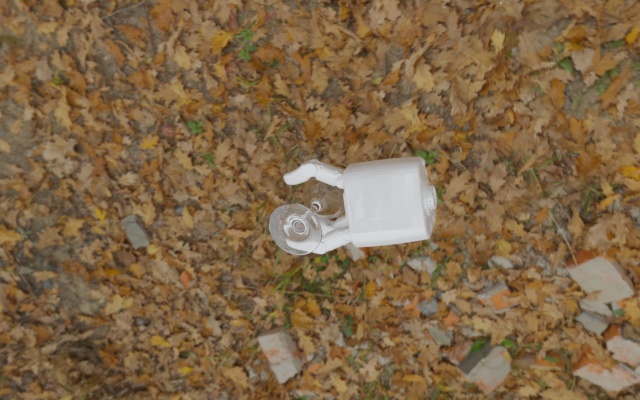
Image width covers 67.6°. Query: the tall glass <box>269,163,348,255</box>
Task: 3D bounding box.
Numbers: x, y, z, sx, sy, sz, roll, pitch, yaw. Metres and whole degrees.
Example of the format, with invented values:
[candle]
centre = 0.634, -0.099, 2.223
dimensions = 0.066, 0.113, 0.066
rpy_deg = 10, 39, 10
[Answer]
[tall glass]
centre = 0.000, 0.003, 0.707
dimensions = 0.079, 0.079, 0.201
rpy_deg = 0, 21, 21
